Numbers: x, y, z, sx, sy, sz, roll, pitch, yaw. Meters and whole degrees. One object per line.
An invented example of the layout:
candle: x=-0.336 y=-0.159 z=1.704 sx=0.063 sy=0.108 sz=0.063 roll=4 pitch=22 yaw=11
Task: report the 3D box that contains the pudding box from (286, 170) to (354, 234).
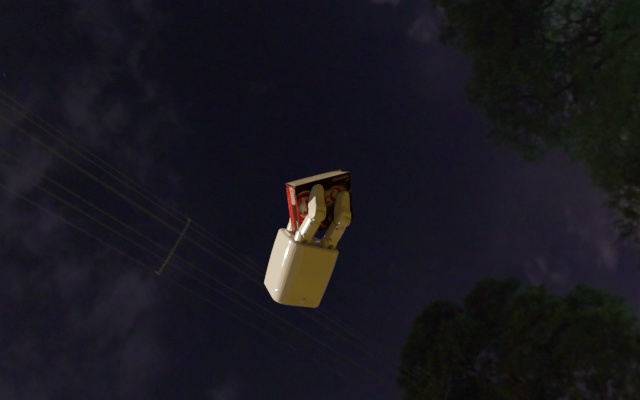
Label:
pudding box: x=0.000 y=0.003 z=0.820 sx=0.113 sy=0.090 sz=0.039 roll=-18 pitch=22 yaw=-30
